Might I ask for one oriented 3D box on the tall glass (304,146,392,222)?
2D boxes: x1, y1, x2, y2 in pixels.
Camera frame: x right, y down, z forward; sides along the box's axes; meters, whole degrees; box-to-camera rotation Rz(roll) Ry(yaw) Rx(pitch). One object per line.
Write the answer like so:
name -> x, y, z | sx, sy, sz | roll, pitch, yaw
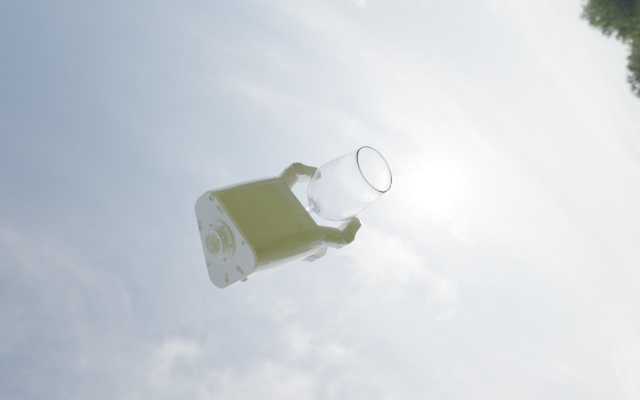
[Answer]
tall glass -> 0.000, 0.002, 0.633 | 0.079, 0.079, 0.201 | 0, -24, -46
